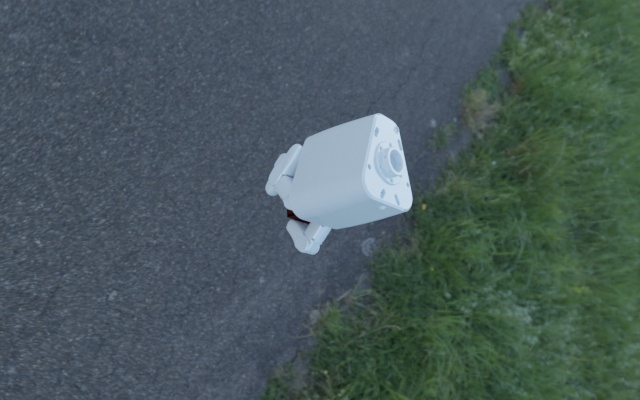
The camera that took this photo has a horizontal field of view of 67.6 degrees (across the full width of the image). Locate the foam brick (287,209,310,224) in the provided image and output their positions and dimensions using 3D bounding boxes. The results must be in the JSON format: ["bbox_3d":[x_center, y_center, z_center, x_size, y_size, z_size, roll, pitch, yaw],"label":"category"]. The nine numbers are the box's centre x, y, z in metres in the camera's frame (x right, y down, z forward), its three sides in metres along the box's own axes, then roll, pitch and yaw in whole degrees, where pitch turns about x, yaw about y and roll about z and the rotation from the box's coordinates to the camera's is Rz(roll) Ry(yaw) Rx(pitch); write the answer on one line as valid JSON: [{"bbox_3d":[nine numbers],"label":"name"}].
[{"bbox_3d":[0.000,0.002,0.637,0.051,0.053,0.078,-17,-25,40],"label":"foam brick"}]
